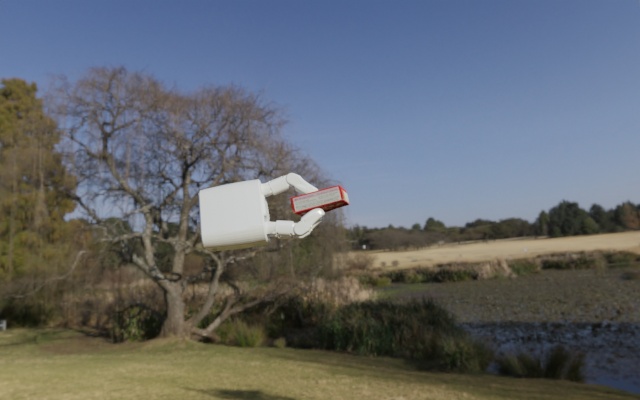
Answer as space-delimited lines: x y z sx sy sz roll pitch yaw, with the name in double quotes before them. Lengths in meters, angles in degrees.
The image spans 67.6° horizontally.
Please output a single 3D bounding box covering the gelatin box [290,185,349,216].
"gelatin box" 0.000 0.002 0.821 0.089 0.030 0.073 -15 -10 9
